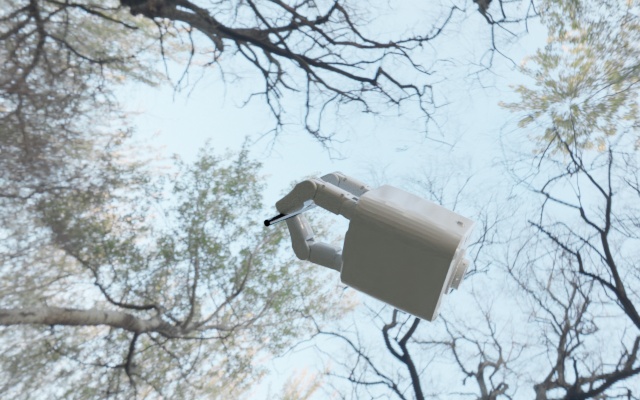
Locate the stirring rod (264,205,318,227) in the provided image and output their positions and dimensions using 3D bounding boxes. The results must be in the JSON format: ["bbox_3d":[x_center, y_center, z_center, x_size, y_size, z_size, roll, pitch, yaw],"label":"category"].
[{"bbox_3d":[0.000,0.002,0.588,0.011,0.011,0.239,0,10,27],"label":"stirring rod"}]
